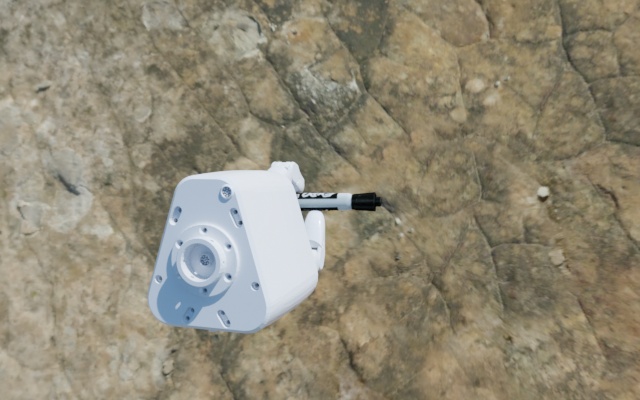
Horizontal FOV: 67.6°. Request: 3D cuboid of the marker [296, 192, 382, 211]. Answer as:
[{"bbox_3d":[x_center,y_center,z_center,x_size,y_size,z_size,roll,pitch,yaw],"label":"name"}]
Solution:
[{"bbox_3d":[0.000,0.002,0.476,0.121,0.020,0.020,0,0,14],"label":"marker"}]
